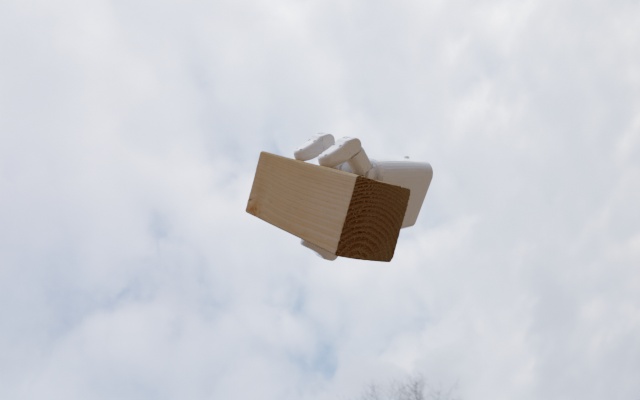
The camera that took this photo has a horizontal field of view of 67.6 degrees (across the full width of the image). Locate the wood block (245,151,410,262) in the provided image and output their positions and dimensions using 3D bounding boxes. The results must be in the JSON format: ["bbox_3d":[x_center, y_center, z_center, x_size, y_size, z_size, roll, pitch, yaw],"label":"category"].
[{"bbox_3d":[0.000,0.002,0.604,0.090,0.091,0.206,11,5,-38],"label":"wood block"}]
